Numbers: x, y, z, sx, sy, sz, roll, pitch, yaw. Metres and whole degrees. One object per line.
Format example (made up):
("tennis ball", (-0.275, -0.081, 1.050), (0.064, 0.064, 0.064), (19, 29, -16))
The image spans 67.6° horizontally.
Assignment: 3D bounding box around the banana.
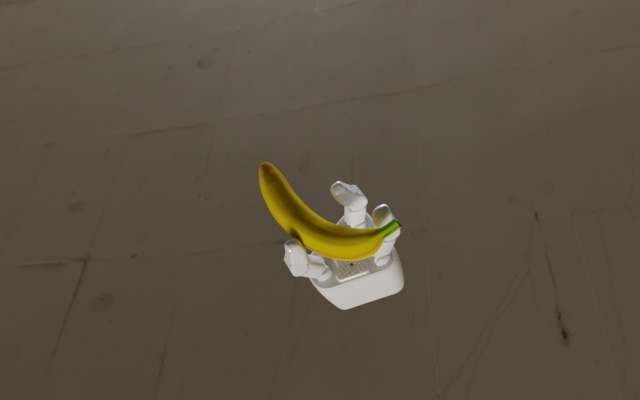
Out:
("banana", (-0.007, 0.019, 0.541), (0.197, 0.069, 0.037), (25, -10, 29))
